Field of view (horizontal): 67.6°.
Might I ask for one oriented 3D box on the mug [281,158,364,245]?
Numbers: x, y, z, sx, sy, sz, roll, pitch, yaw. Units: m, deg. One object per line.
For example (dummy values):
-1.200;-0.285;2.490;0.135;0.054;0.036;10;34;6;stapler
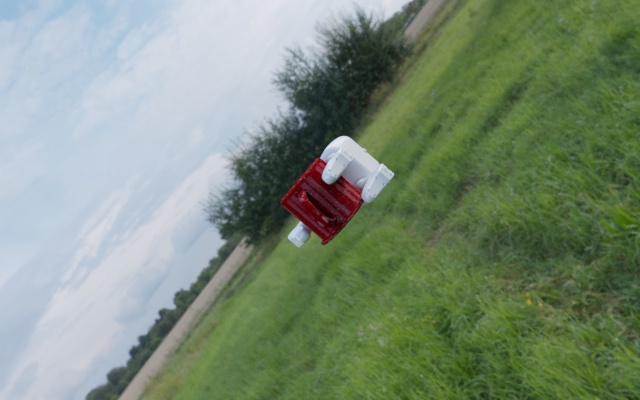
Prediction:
0.000;0.002;0.622;0.081;0.093;0.117;40;19;-4;mug
